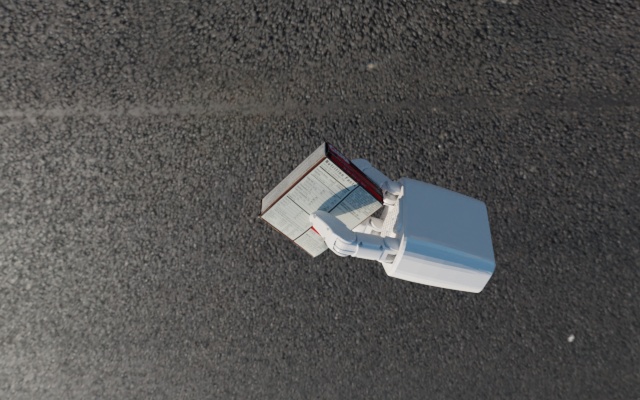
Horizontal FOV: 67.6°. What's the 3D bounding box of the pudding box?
[{"bbox_3d":[0.000,0.002,0.532,0.090,0.113,0.039,40,25,-22],"label":"pudding box"}]
